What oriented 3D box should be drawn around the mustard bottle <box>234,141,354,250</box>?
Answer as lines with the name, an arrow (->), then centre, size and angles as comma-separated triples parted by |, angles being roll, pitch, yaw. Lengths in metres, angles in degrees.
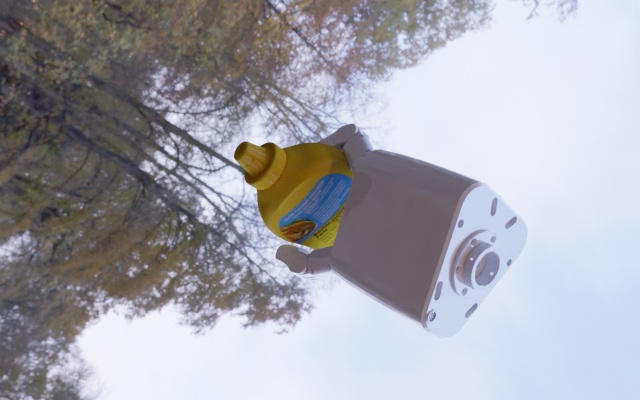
mustard bottle -> 0.000, 0.001, 0.440 | 0.192, 0.096, 0.058 | 33, 21, -37
